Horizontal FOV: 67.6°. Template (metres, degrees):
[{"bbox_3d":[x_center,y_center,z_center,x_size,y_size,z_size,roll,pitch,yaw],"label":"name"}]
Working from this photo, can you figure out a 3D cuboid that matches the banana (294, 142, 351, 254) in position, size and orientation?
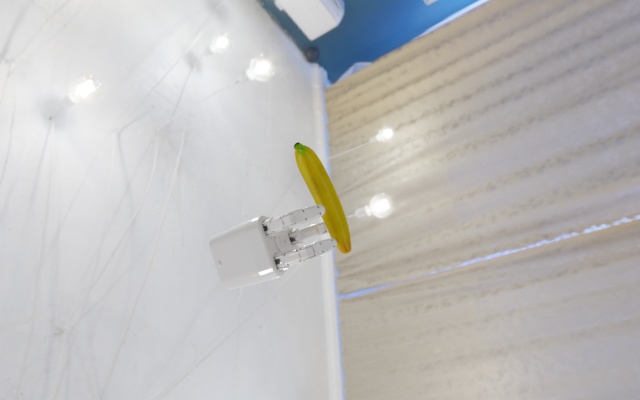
[{"bbox_3d":[0.002,-0.009,0.746,0.037,0.198,0.069,-19,22,19],"label":"banana"}]
